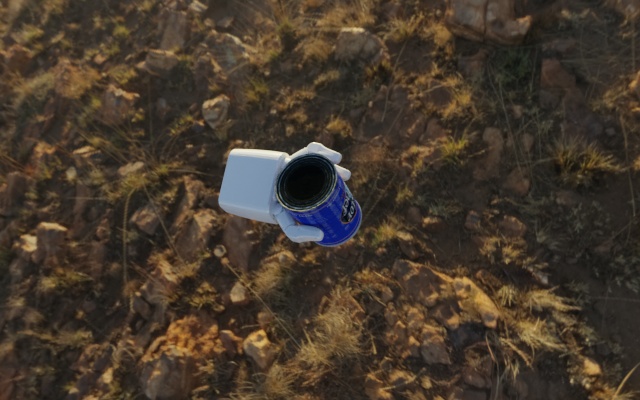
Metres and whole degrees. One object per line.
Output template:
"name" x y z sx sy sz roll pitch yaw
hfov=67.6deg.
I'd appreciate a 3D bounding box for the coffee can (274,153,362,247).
"coffee can" 0.000 0.003 0.779 0.103 0.102 0.140 0 -27 22
